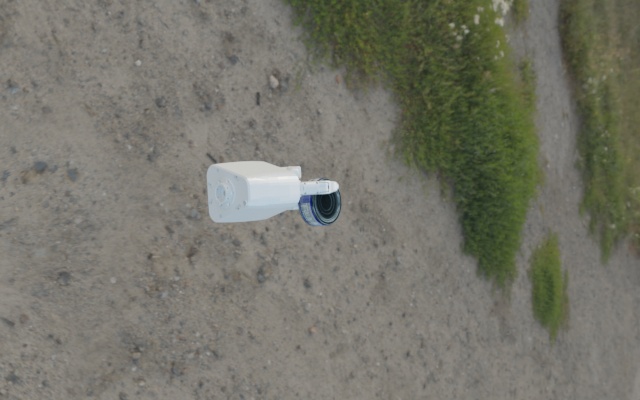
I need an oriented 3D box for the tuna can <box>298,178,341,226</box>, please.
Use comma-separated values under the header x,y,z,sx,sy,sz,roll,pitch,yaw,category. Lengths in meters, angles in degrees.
x,y,z,sx,sy,sz,roll,pitch,yaw,category
0.001,0.003,0.851,0.034,0.086,0.086,-5,-3,39,tuna can
